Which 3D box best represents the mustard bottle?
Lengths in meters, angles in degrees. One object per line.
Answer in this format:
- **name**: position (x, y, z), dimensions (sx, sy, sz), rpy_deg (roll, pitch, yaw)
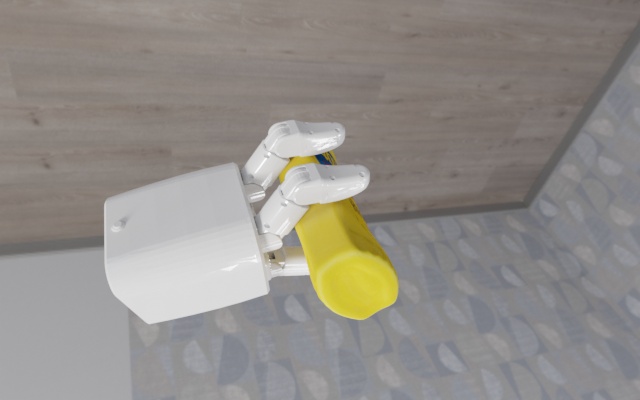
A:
- **mustard bottle**: position (0.000, 0.001, 0.408), dimensions (0.058, 0.191, 0.096), rpy_deg (-32, -43, 8)
